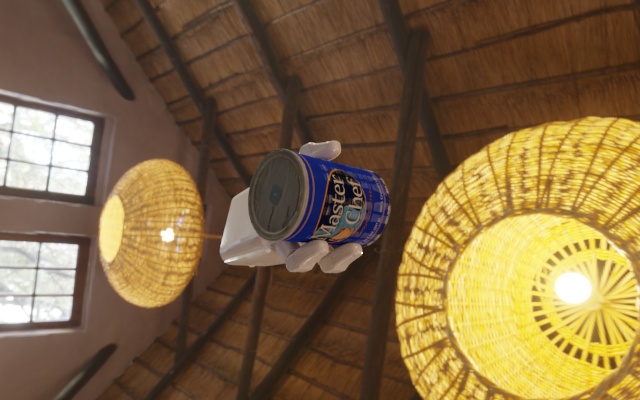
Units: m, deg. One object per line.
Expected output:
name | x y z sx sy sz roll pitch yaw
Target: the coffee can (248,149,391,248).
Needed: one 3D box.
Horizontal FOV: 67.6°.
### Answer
coffee can | 0.000 0.002 0.571 0.140 0.103 0.103 10 -6 -42
